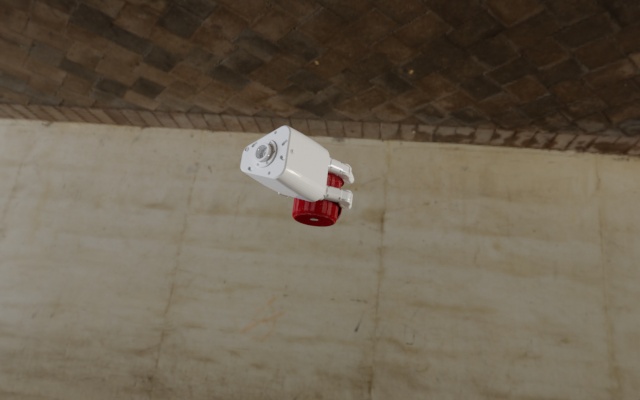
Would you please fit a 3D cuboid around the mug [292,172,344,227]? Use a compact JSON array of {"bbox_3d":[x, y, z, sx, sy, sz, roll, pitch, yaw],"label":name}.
[{"bbox_3d":[0.001,0.004,0.884,0.093,0.081,0.117,-7,-23,36],"label":"mug"}]
